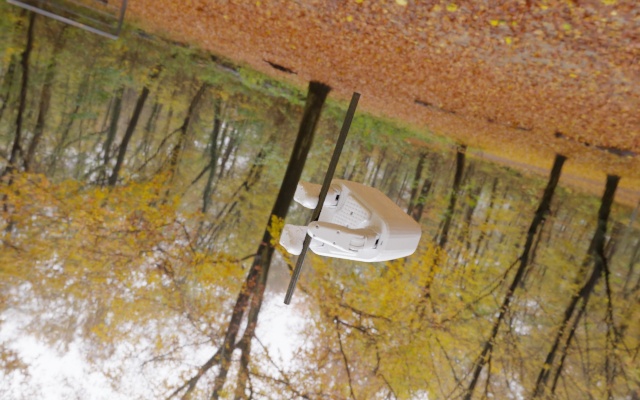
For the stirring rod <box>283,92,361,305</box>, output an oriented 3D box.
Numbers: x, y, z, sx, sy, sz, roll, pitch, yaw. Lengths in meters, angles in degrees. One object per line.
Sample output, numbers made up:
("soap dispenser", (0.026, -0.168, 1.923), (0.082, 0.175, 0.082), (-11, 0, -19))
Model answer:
("stirring rod", (0.000, 0.002, 0.512), (0.011, 0.239, 0.011), (18, 9, -3))
